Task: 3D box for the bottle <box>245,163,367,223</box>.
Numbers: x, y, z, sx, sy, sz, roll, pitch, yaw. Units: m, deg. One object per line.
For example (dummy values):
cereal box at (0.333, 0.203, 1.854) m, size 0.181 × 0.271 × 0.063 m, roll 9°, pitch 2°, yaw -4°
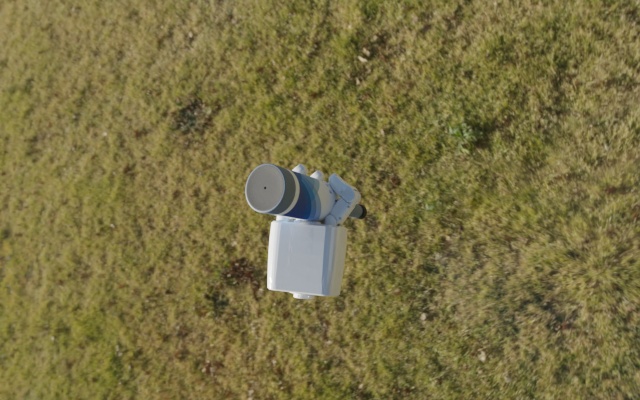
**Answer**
bottle at (0.000, 0.002, 0.756) m, size 0.069 × 0.069 × 0.296 m, roll 0°, pitch -7°, yaw 30°
